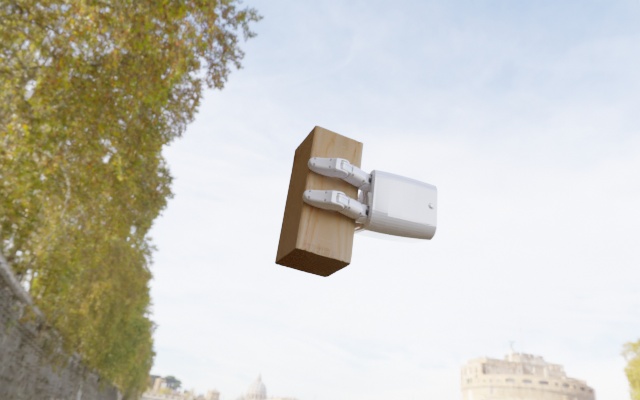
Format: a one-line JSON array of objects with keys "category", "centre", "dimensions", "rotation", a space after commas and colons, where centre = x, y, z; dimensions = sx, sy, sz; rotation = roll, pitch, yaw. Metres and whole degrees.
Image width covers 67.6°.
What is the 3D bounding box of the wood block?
[{"category": "wood block", "centre": [0.000, 0.003, 0.744], "dimensions": [0.090, 0.206, 0.091], "rotation": [18, -28, -18]}]
